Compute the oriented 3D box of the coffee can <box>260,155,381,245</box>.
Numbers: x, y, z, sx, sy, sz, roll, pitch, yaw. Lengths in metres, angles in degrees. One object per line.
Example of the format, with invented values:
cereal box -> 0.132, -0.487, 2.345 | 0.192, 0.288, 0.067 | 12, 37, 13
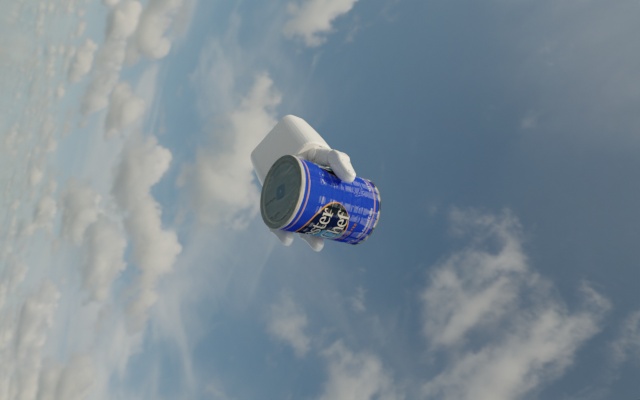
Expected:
coffee can -> 0.000, 0.002, 0.681 | 0.140, 0.103, 0.103 | 15, -9, -35
